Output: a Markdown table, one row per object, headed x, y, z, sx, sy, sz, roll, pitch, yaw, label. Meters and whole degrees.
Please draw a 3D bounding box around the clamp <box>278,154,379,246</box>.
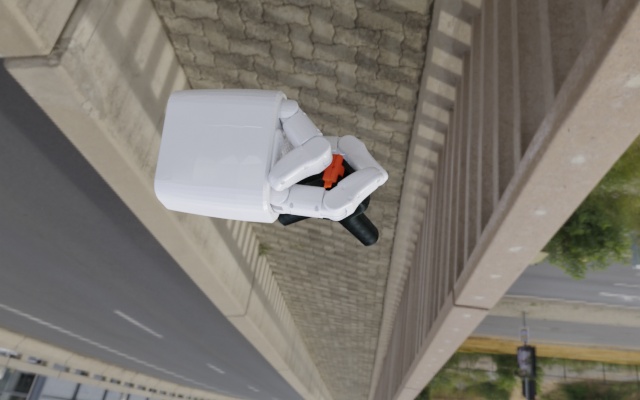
| x | y | z | sx | sy | sz | roll | pitch | yaw | label |
| --- | --- | --- | --- | --- | --- | --- | --- | --- | --- |
| 0.000 | 0.002 | 0.500 | 0.120 | 0.039 | 0.172 | 5 | -26 | 10 | clamp |
